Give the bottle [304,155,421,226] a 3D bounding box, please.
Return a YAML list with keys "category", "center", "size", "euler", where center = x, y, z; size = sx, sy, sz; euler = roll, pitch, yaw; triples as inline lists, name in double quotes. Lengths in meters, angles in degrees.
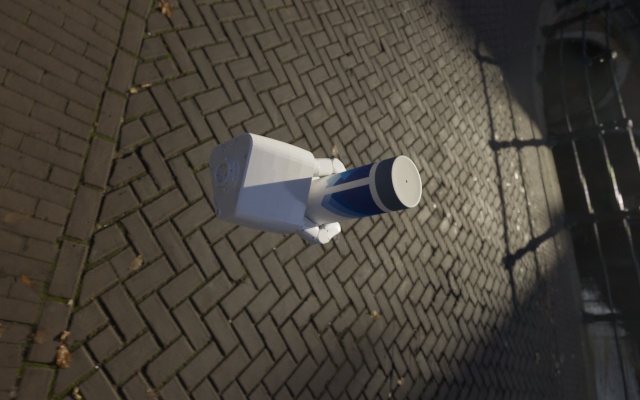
- category: "bottle"
  center: [0.000, 0.002, 0.684]
  size: [0.296, 0.069, 0.069]
  euler: [-14, -9, 42]
